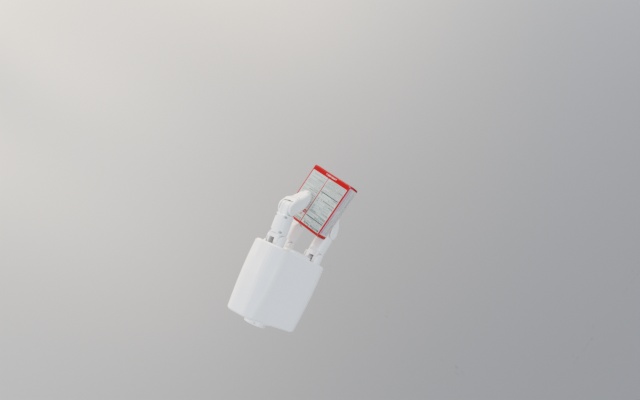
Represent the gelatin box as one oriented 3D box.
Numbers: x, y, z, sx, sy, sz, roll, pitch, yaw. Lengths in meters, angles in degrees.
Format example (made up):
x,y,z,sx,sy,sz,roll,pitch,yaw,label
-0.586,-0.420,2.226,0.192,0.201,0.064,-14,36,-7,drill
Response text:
x,y,z,sx,sy,sz,roll,pitch,yaw,label
0.000,0.002,0.713,0.073,0.089,0.030,35,2,31,gelatin box
